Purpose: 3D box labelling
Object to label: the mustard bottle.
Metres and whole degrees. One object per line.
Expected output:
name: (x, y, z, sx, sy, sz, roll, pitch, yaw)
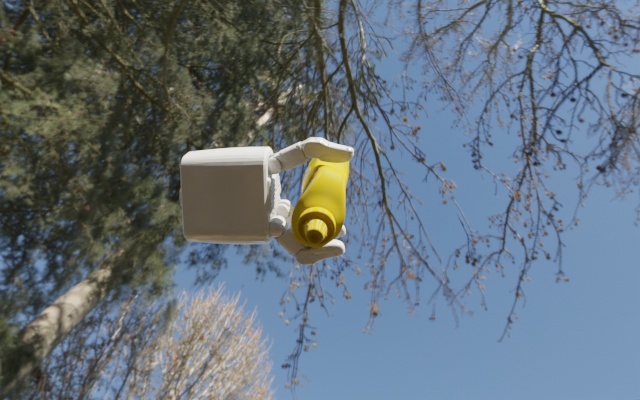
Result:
mustard bottle: (0.000, 0.002, 0.575, 0.058, 0.096, 0.191, 22, 21, -4)
